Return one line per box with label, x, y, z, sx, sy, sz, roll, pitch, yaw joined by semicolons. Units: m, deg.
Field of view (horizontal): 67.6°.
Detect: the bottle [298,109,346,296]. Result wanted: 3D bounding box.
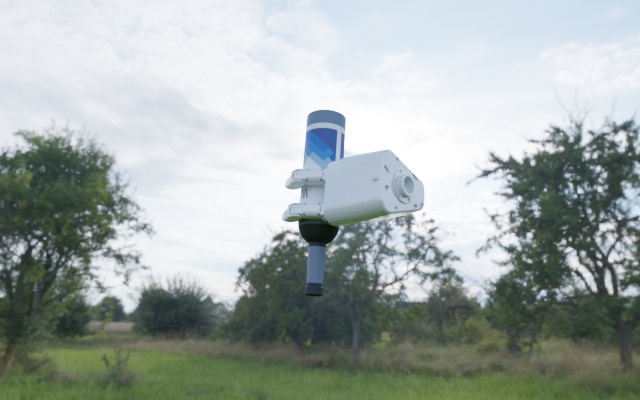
bottle;0.000;0.002;0.761;0.069;0.295;0.069;4;-17;1
